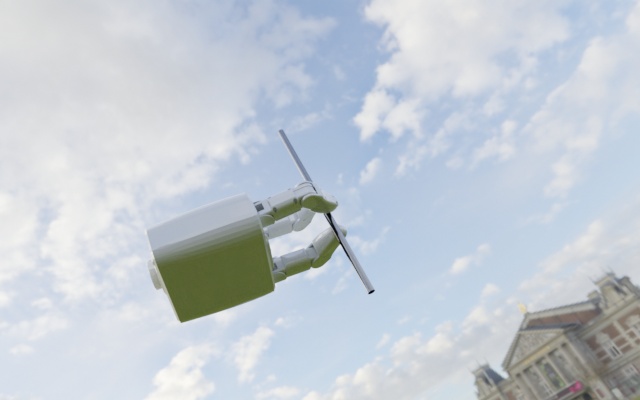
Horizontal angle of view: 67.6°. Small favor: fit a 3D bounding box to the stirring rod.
[{"bbox_3d":[0.000,0.002,0.531,0.011,0.239,0.011,-20,-34,-14],"label":"stirring rod"}]
